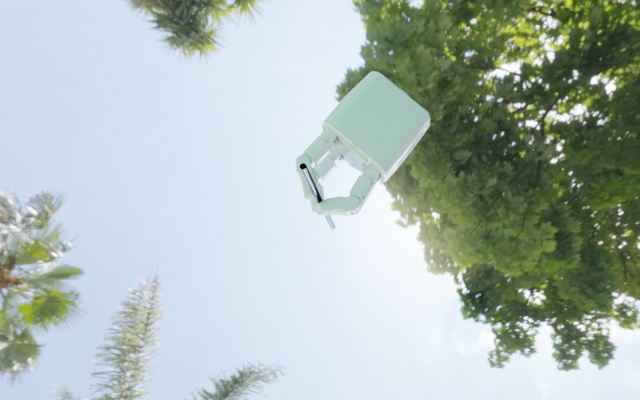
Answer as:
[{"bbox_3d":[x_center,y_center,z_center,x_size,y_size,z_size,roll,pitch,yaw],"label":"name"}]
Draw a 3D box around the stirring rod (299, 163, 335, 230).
[{"bbox_3d":[0.000,0.002,0.643,0.011,0.011,0.240,0,-19,10],"label":"stirring rod"}]
